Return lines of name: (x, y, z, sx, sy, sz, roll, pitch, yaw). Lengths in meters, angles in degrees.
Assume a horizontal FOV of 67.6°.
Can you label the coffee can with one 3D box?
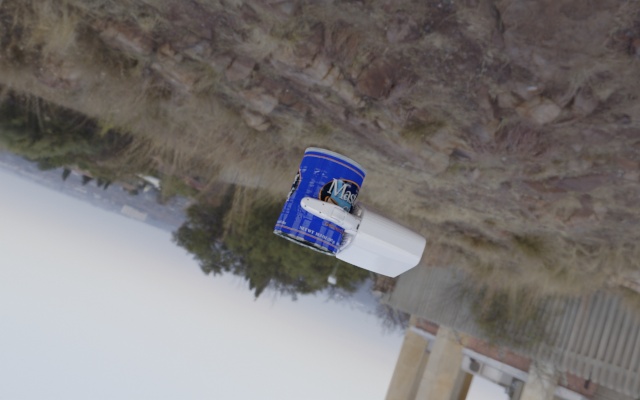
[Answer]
coffee can: (0.000, 0.002, 0.739, 0.103, 0.140, 0.103, 21, -9, 3)
